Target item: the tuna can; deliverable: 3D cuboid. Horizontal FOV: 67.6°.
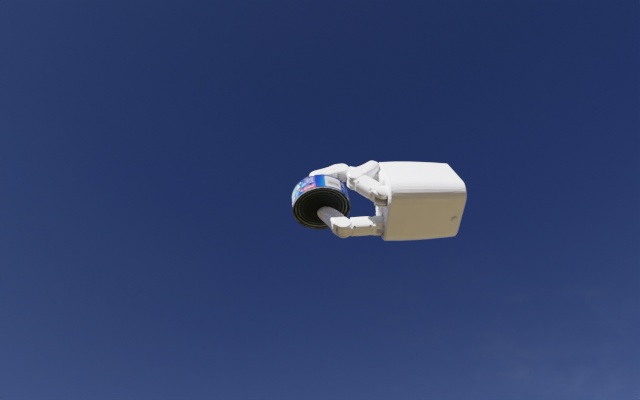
[{"bbox_3d":[0.000,0.002,0.713,0.086,0.086,0.033,0,43,-7],"label":"tuna can"}]
